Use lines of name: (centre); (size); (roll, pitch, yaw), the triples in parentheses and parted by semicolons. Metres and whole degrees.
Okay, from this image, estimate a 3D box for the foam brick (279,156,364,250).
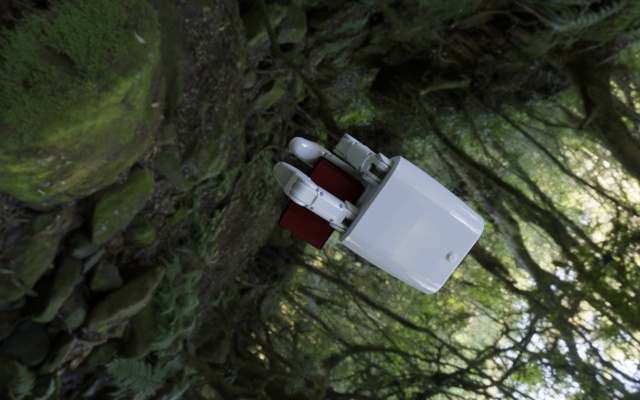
foam brick: (0.000, 0.002, 0.485); (0.051, 0.078, 0.053); (34, 9, -7)
